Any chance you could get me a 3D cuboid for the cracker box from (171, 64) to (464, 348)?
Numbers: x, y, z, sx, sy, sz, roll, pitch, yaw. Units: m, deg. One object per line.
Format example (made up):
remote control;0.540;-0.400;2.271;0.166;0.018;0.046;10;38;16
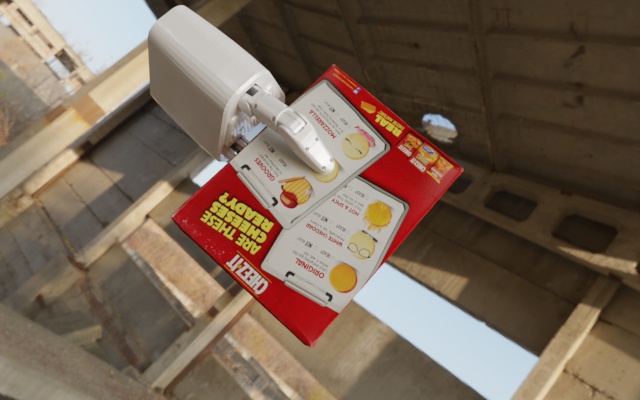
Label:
cracker box;0.000;0.001;0.451;0.164;0.213;0.072;41;-15;9
